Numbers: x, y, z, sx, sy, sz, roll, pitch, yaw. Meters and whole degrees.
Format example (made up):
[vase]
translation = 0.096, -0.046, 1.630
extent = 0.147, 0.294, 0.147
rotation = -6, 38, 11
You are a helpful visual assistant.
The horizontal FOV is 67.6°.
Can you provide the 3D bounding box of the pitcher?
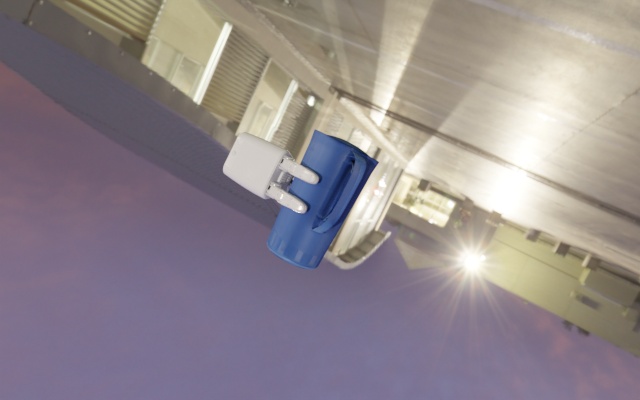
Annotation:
[pitcher]
translation = 0.000, 0.003, 0.878
extent = 0.145, 0.243, 0.149
rotation = 29, 6, 22
